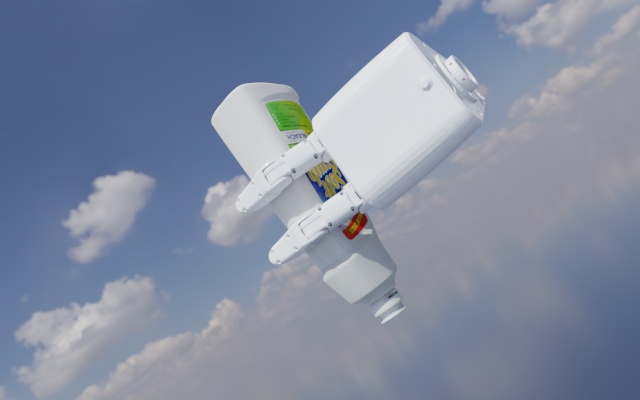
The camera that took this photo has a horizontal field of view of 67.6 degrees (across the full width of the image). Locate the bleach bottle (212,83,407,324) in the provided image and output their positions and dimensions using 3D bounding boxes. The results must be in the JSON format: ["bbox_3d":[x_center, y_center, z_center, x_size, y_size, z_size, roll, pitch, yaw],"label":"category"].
[{"bbox_3d":[0.000,0.002,0.461,0.068,0.250,0.102,-42,-14,29],"label":"bleach bottle"}]
